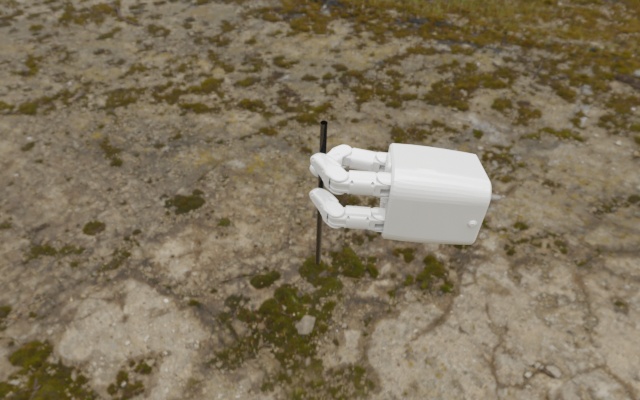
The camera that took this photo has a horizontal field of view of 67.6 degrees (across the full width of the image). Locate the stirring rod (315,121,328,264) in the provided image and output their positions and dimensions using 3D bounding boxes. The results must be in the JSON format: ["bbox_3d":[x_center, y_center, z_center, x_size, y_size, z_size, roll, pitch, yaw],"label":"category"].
[{"bbox_3d":[0.000,0.002,0.603,0.011,0.240,0.011,1,44,-1],"label":"stirring rod"}]
